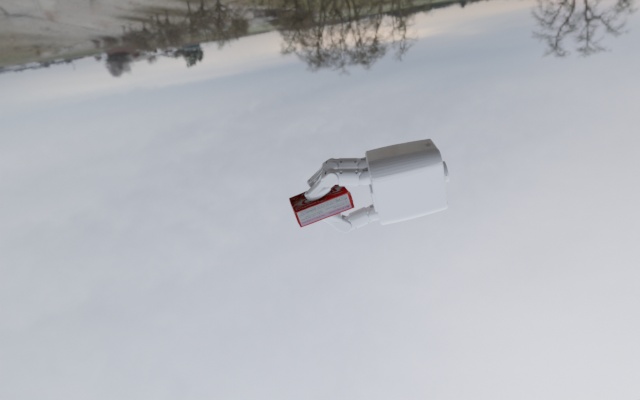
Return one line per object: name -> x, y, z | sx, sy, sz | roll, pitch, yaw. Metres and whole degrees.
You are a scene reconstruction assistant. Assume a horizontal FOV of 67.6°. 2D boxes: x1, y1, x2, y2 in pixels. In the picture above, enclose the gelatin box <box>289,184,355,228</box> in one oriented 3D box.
gelatin box -> 0.000, 0.003, 0.737 | 0.089, 0.030, 0.073 | -21, 20, -4
